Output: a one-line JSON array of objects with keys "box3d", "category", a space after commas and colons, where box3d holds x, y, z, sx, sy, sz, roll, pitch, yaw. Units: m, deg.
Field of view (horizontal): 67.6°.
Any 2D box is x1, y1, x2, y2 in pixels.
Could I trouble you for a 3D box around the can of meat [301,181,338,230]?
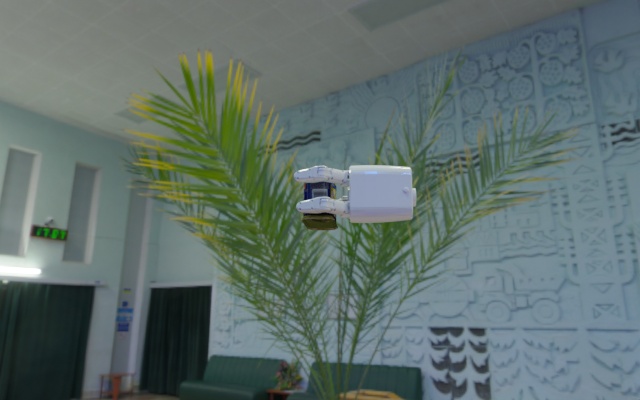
[{"box3d": [0.000, 0.003, 0.854, 0.057, 0.084, 0.102, -1, -15, 7], "category": "can of meat"}]
